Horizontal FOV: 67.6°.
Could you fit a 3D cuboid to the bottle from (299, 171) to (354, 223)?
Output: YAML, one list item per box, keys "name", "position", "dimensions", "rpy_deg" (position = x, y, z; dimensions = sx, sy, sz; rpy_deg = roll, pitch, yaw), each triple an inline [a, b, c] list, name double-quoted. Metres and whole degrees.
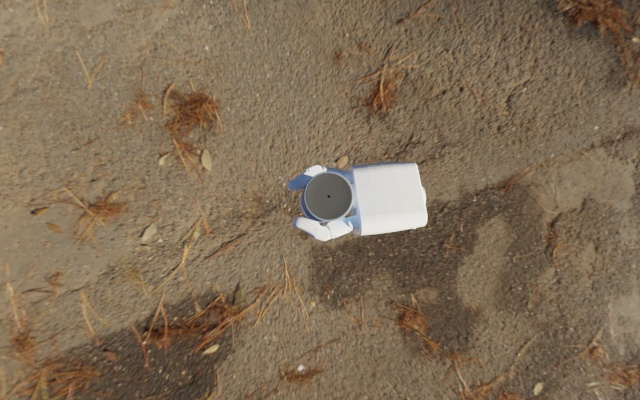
- name: "bottle"
  position: [0.000, 0.003, 0.772]
  dimensions: [0.069, 0.069, 0.296]
  rpy_deg: [0, -3, -4]
